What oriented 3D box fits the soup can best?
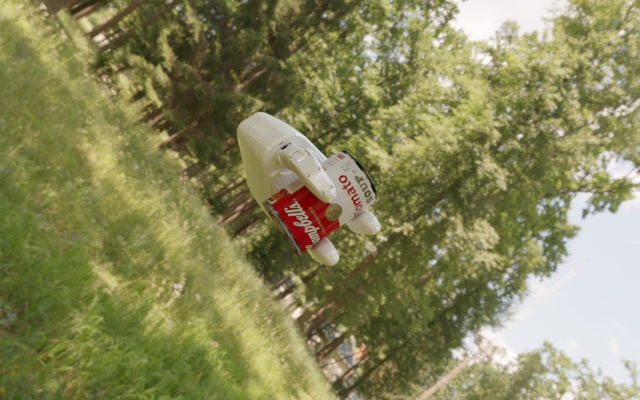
[{"bbox_3d":[0.000,0.002,0.503,0.102,0.068,0.068,-34,7,-11],"label":"soup can"}]
